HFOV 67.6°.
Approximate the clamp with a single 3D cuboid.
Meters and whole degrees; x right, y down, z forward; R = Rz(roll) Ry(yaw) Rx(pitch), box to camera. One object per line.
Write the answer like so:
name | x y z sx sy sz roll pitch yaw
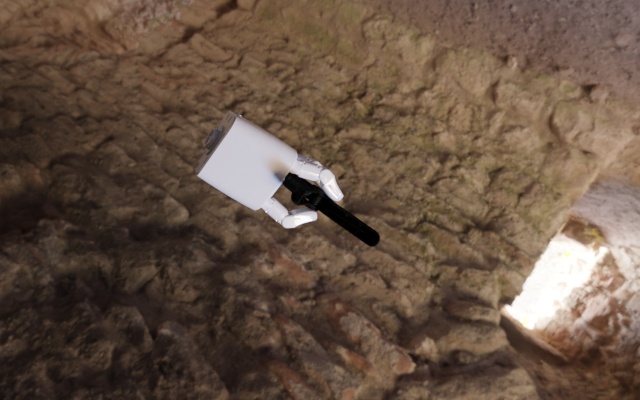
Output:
clamp | -0.001 0.003 0.765 0.164 0.036 0.210 32 5 -24
